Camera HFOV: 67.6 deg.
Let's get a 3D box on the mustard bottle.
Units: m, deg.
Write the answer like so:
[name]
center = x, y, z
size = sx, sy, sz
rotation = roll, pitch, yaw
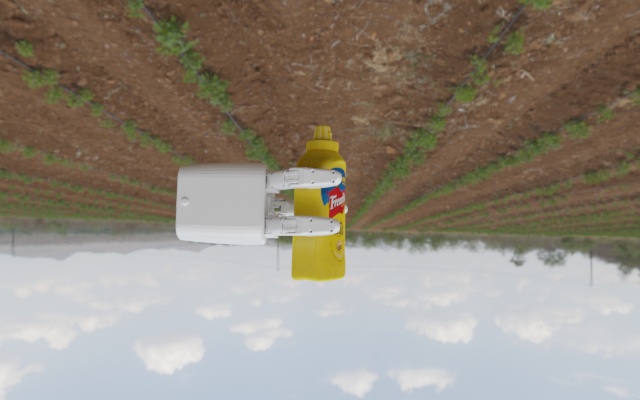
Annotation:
[mustard bottle]
center = 0.000, 0.002, 0.596
size = 0.058, 0.191, 0.096
rotation = -1, -5, 25
